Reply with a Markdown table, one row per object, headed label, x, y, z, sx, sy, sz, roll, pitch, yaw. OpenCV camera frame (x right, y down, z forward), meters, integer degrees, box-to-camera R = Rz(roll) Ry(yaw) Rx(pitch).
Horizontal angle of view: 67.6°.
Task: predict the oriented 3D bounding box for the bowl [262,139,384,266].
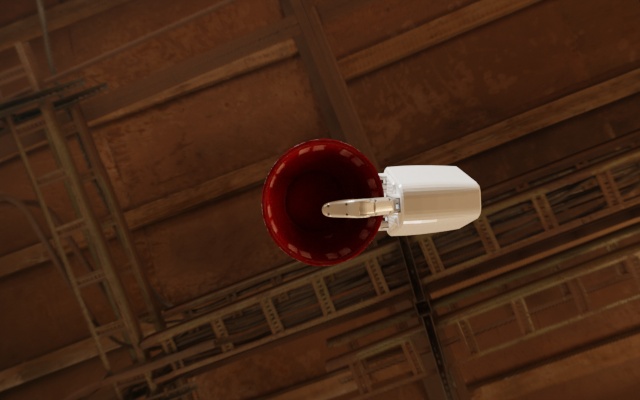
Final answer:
| label | x | y | z | sx | sy | sz | roll | pitch | yaw |
| --- | --- | --- | --- | --- | --- | --- | --- | --- | --- |
| bowl | -0.001 | 0.002 | 0.631 | 0.162 | 0.162 | 0.055 | 0 | 3 | -13 |
